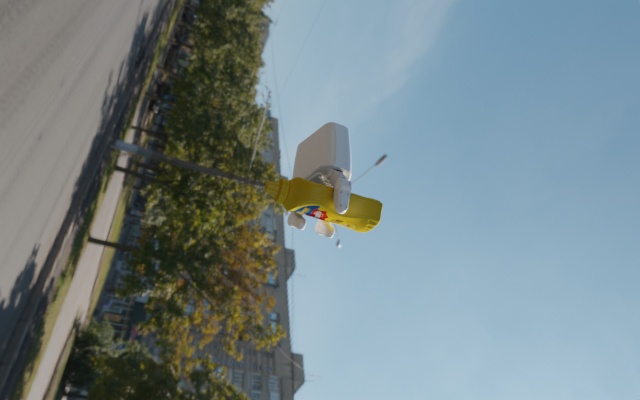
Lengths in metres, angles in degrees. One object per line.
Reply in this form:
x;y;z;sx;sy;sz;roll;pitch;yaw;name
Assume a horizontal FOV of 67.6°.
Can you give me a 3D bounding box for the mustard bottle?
0.000;0.003;0.794;0.191;0.058;0.096;17;-14;-19;mustard bottle
